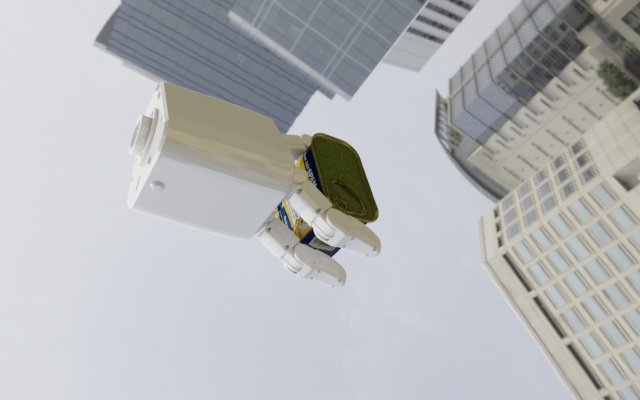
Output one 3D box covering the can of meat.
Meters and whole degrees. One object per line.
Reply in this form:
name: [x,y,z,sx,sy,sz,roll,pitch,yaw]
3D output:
can of meat: [0.000,0.002,0.458,0.057,0.102,0.084,15,-46,-33]
